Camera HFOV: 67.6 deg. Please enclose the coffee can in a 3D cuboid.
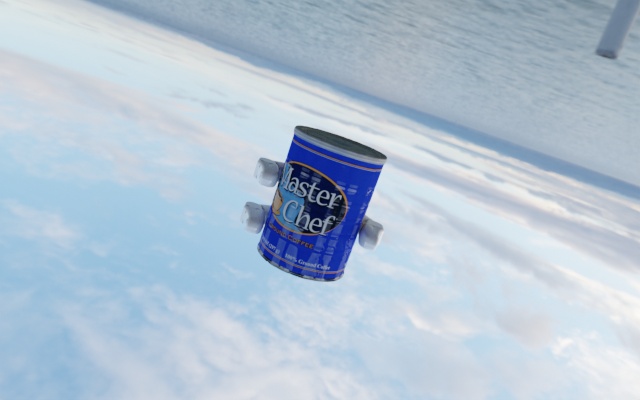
[{"bbox_3d":[0.000,0.002,0.518,0.103,0.140,0.102,18,14,-5],"label":"coffee can"}]
